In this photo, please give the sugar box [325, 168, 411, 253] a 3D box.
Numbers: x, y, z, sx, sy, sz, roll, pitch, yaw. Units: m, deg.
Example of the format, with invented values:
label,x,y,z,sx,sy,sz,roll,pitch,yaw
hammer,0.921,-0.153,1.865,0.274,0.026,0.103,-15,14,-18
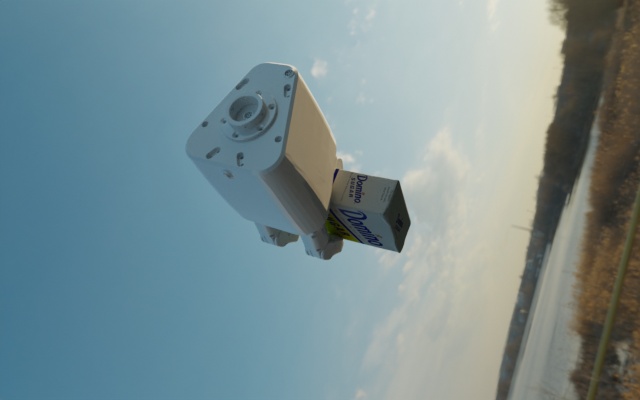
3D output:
label,x,y,z,sx,sy,sz,roll,pitch,yaw
sugar box,0.000,0.002,0.500,0.176,0.048,0.093,15,-22,25
